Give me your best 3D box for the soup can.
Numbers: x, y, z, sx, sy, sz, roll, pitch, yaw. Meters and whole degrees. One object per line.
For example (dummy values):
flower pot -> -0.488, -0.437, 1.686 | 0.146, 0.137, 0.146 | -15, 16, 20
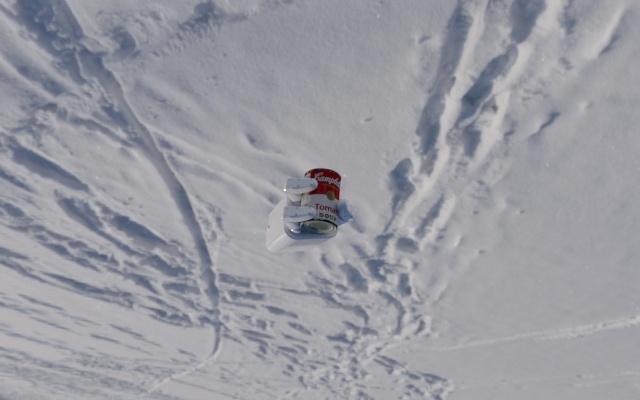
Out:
soup can -> 0.000, 0.003, 0.848 | 0.068, 0.102, 0.068 | 4, -26, 2
